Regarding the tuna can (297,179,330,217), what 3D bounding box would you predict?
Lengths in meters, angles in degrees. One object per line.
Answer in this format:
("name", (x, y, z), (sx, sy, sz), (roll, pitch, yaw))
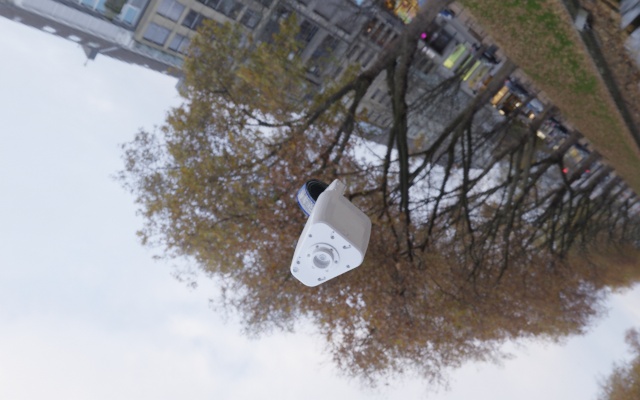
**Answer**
("tuna can", (0.000, 0.003, 0.855), (0.086, 0.086, 0.034), (0, -42, -51))
